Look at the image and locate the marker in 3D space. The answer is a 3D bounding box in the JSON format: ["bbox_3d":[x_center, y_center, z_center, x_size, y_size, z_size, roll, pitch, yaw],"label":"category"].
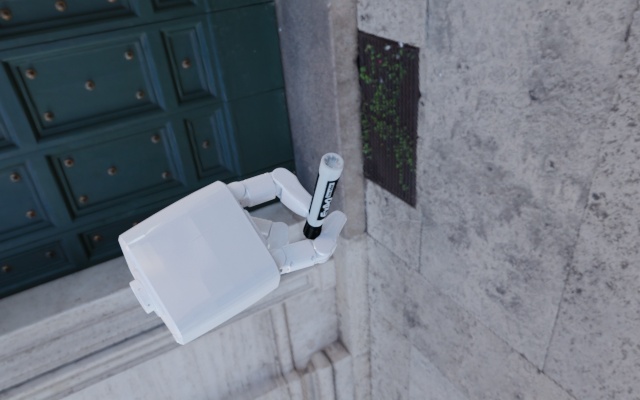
[{"bbox_3d":[0.000,0.001,0.436,0.020,0.020,0.121,0,-33,-12],"label":"marker"}]
